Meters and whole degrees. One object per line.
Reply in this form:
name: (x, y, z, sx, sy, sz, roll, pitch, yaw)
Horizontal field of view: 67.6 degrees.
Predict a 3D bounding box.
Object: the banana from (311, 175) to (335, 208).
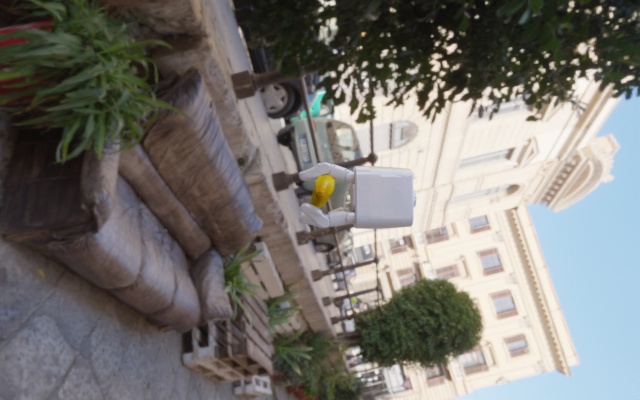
banana: (0.004, -0.014, 0.895, 0.037, 0.069, 0.198, 15, -14, -1)
